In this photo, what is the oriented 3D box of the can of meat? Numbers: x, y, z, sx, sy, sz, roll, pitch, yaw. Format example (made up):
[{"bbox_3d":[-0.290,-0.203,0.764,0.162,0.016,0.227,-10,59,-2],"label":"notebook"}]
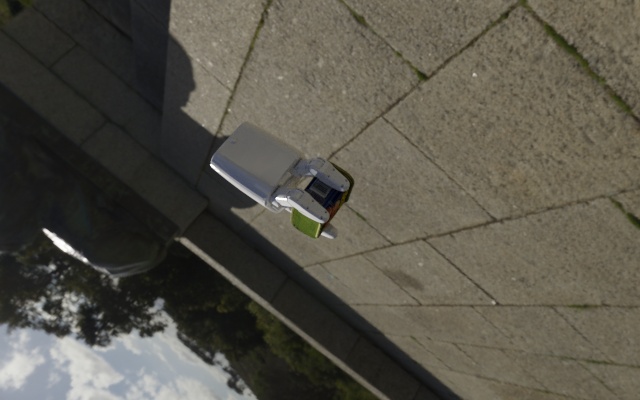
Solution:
[{"bbox_3d":[0.000,0.003,0.710,0.057,0.084,0.102,34,-21,8],"label":"can of meat"}]
